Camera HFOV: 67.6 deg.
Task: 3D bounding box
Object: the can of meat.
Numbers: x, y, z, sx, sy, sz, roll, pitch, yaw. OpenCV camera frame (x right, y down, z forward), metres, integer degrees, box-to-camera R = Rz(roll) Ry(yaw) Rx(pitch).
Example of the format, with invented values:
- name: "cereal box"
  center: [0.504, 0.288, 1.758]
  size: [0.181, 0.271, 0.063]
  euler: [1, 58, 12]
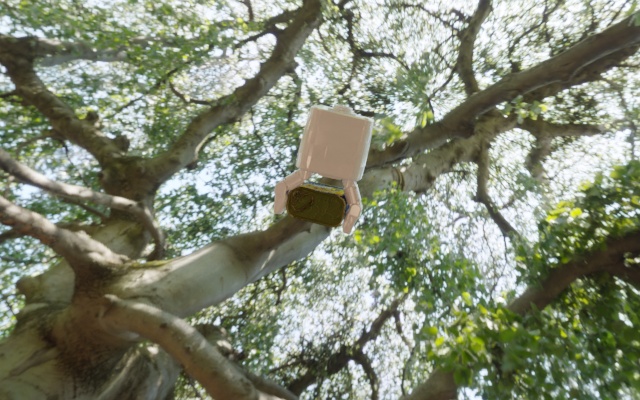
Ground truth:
- name: "can of meat"
  center: [0.000, 0.003, 0.852]
  size: [0.102, 0.057, 0.084]
  euler: [13, 15, 10]
